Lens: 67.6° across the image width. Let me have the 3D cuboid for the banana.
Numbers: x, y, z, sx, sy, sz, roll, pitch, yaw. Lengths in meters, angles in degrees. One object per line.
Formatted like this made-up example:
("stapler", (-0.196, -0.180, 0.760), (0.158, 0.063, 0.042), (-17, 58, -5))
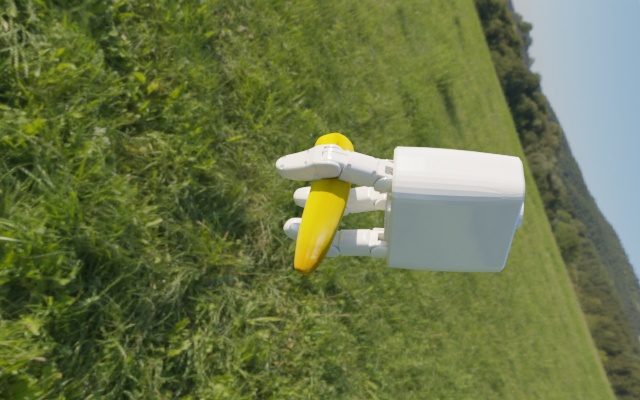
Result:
("banana", (0.007, -0.015, 0.449), (0.037, 0.070, 0.197), (19, 32, -8))
